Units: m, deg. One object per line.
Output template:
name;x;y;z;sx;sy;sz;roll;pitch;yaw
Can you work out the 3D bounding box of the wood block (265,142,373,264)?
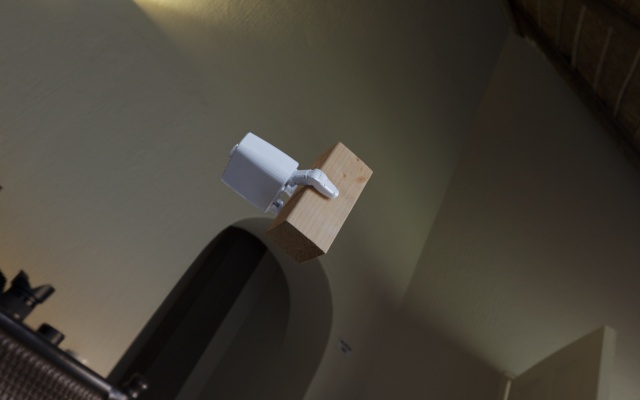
wood block;0.000;0.002;0.874;0.090;0.206;0.091;41;-35;-13
